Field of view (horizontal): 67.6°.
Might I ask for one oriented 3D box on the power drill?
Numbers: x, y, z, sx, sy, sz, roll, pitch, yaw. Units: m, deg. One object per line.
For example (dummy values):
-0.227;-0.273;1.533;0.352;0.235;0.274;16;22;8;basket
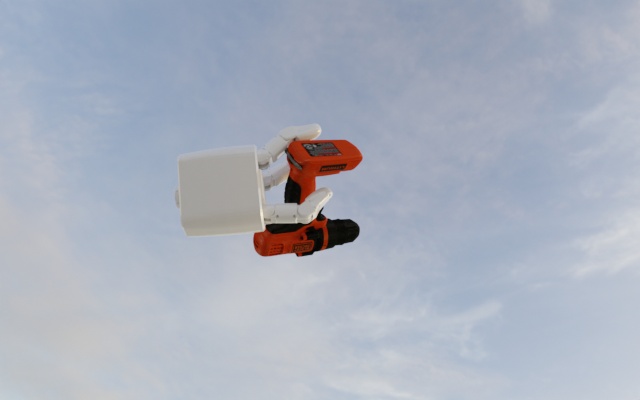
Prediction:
0.000;0.002;0.713;0.184;0.188;0.057;-7;38;-32;power drill
